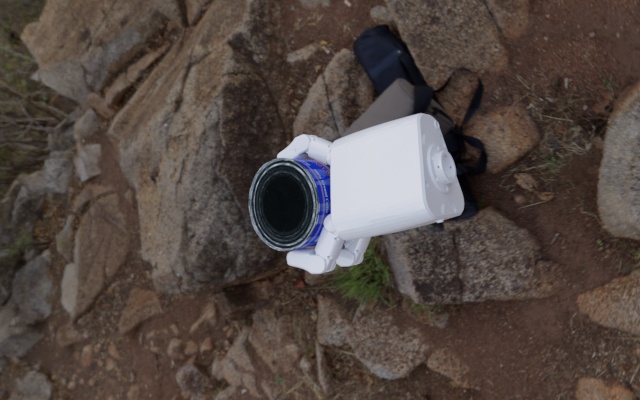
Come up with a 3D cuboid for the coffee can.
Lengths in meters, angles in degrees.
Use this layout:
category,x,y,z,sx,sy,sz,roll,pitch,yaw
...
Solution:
category,x,y,z,sx,sy,sz,roll,pitch,yaw
coffee can,0.000,0.002,0.572,0.103,0.103,0.140,0,2,38
